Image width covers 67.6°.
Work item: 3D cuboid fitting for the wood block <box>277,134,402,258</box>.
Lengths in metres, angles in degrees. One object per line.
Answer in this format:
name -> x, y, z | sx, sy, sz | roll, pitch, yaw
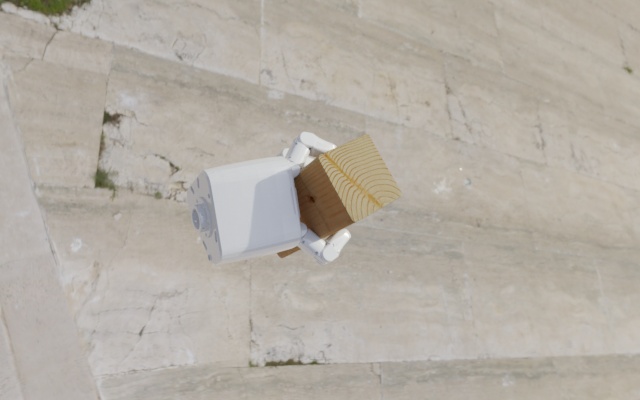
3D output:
wood block -> 0.000, 0.003, 0.653 | 0.090, 0.091, 0.206 | -27, -2, -34
